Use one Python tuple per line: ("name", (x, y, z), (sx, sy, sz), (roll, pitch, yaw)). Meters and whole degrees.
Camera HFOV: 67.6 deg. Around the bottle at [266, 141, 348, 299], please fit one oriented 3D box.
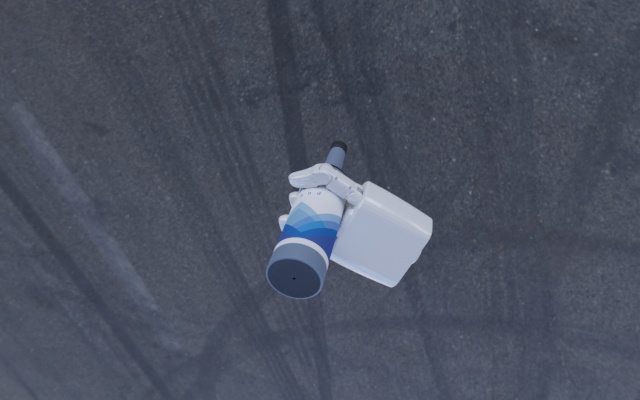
("bottle", (0.000, 0.002, 0.653), (0.069, 0.069, 0.295), (0, 36, 15))
